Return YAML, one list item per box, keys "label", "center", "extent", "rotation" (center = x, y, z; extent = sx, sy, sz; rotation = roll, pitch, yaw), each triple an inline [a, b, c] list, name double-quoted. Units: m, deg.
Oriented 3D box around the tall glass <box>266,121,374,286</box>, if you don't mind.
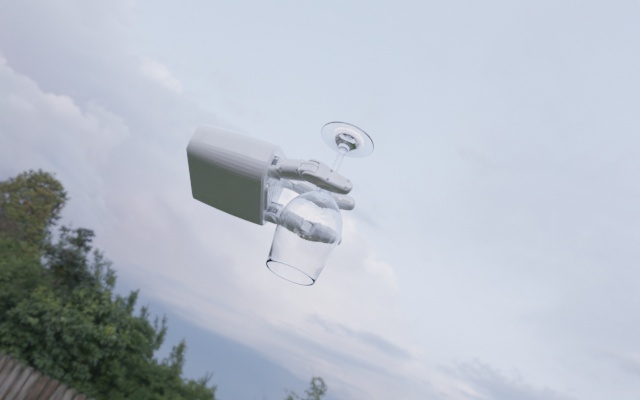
- label: "tall glass"
  center: [0.000, 0.001, 0.592]
  extent: [0.079, 0.201, 0.079]
  rotation: [18, -26, 9]
